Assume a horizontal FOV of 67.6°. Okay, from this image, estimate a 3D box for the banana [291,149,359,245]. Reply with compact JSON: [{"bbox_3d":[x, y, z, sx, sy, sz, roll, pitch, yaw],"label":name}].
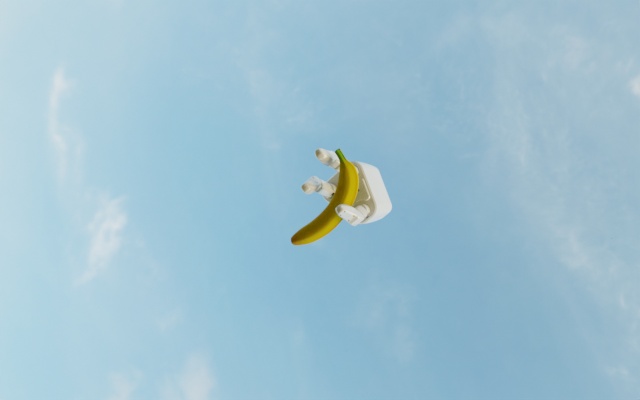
[{"bbox_3d":[0.017,0.009,0.846,0.069,0.198,0.037,32,17,15],"label":"banana"}]
